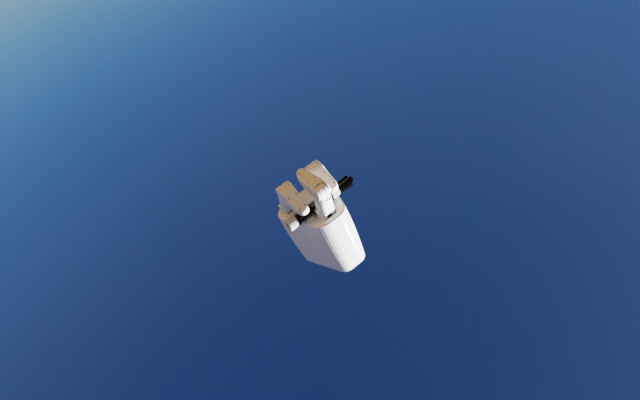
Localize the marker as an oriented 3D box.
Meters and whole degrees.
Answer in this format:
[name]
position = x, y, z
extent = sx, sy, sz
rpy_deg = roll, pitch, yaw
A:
[marker]
position = 0.000, 0.002, 0.698
extent = 0.121, 0.020, 0.020
rpy_deg = -37, 11, -14
